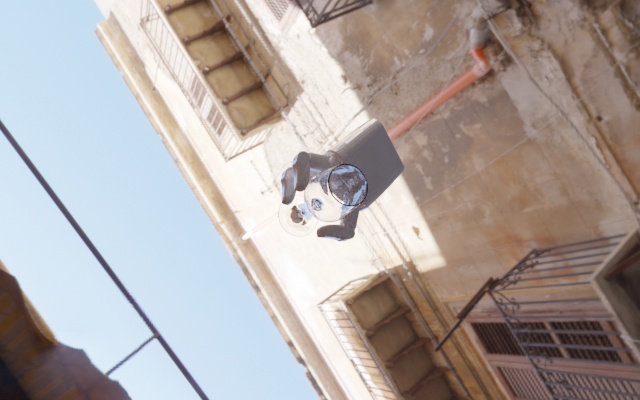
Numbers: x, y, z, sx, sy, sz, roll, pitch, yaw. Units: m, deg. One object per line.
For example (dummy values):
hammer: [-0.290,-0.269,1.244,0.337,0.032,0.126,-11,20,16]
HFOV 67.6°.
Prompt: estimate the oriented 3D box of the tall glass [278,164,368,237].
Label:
tall glass: [0.000,0.003,0.746,0.079,0.079,0.201,0,-14,-23]
